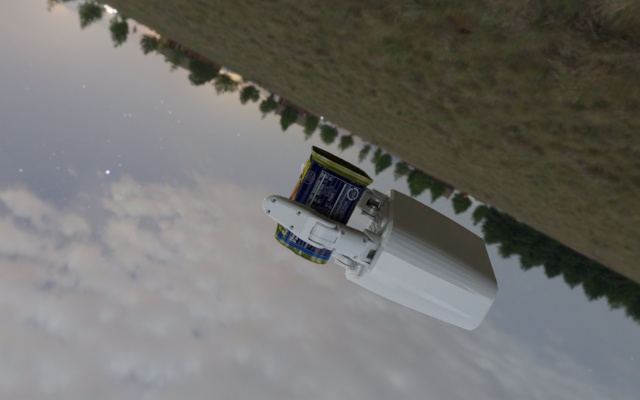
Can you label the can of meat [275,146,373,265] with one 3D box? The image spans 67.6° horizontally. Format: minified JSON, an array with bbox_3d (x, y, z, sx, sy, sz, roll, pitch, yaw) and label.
[{"bbox_3d":[0.000,0.002,0.436,0.057,0.084,0.102,26,9,-6],"label":"can of meat"}]
